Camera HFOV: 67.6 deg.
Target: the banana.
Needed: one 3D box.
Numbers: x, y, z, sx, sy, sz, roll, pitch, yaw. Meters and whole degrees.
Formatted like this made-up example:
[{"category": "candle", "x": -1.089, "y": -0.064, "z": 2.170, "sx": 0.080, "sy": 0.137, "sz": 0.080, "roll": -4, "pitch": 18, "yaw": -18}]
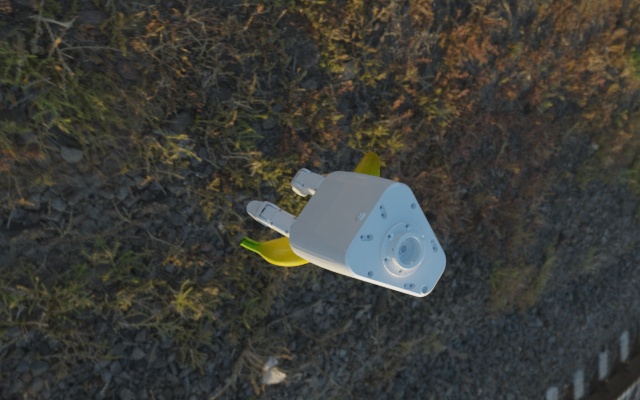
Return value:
[{"category": "banana", "x": 0.007, "y": 0.019, "z": 0.557, "sx": 0.198, "sy": 0.069, "sz": 0.037, "roll": -34, "pitch": 6, "yaw": -17}]
